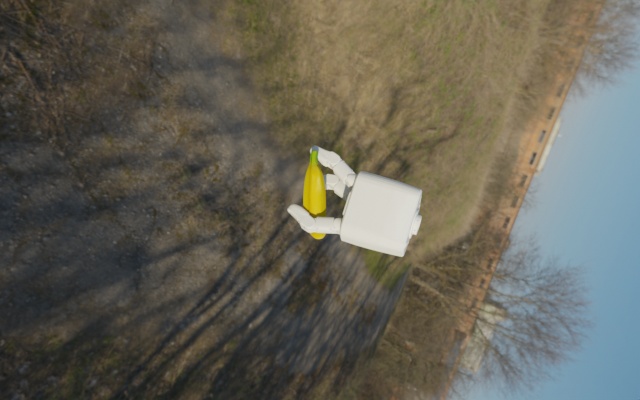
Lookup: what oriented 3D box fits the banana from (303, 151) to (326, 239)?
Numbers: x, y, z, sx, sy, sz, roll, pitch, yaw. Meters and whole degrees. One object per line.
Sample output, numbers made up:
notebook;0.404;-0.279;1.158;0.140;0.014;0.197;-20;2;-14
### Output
banana;-0.005;0.012;0.830;0.037;0.198;0.069;11;44;13
